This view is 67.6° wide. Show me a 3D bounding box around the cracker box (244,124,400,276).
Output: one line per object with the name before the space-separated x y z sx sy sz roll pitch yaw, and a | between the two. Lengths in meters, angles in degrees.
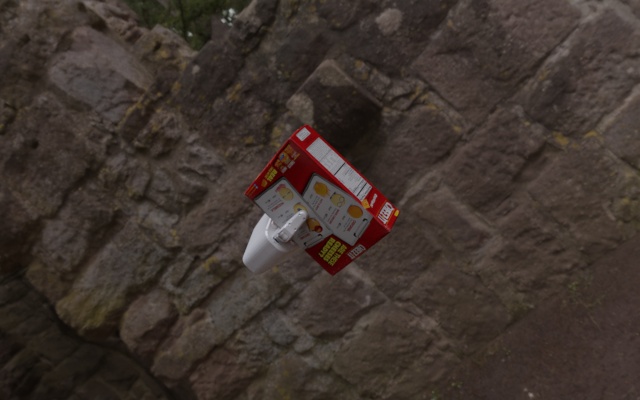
cracker box | 0.000 0.003 0.801 0.164 0.214 0.072 -44 4 41
